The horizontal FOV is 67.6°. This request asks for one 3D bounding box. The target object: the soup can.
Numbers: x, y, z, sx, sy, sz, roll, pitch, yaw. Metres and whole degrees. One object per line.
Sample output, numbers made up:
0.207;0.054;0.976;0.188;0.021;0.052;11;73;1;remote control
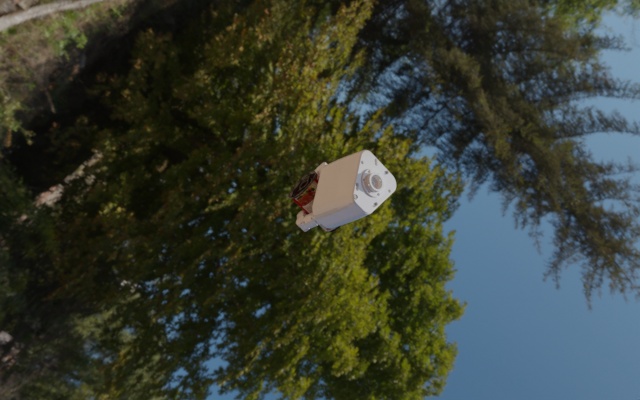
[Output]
0.000;0.003;0.896;0.102;0.068;0.068;44;-18;-19;soup can
